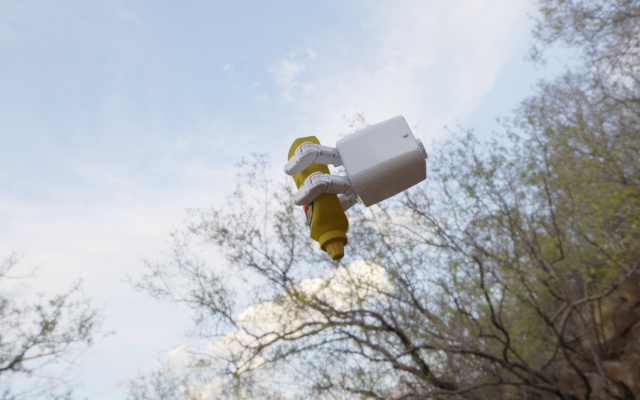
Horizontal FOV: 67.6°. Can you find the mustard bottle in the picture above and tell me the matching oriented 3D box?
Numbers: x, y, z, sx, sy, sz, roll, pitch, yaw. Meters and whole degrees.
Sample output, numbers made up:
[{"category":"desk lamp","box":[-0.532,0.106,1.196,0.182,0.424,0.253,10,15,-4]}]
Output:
[{"category":"mustard bottle","box":[0.000,0.002,0.709,0.058,0.191,0.096,-10,-34,-13]}]
